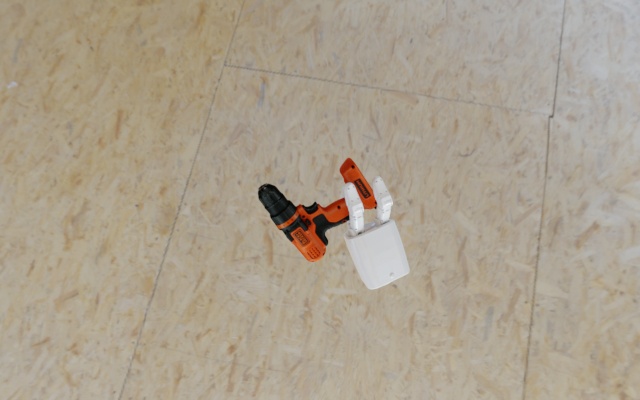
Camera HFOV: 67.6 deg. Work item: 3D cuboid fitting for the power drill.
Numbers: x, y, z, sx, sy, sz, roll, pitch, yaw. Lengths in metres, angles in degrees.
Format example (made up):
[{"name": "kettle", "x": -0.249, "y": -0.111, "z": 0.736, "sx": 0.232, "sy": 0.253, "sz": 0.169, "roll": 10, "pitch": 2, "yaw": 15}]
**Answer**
[{"name": "power drill", "x": 0.001, "y": 0.003, "z": 0.893, "sx": 0.187, "sy": 0.184, "sz": 0.057, "roll": -35, "pitch": 23, "yaw": 5}]
